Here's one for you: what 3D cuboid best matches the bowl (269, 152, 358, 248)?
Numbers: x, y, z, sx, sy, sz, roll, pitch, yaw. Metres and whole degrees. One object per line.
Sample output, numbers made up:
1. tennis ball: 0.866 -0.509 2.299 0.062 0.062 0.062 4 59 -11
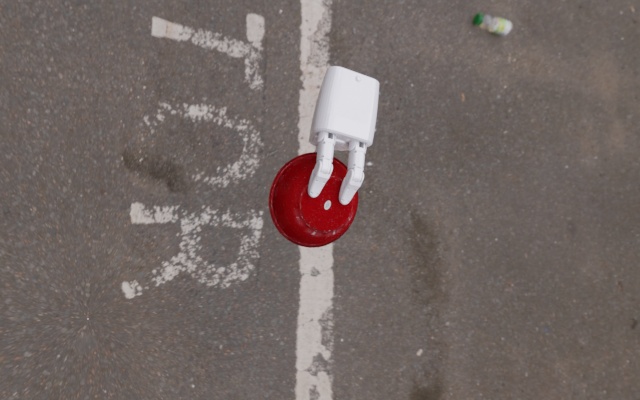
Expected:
1. bowl: 0.000 0.004 0.779 0.162 0.162 0.055 0 6 -22
